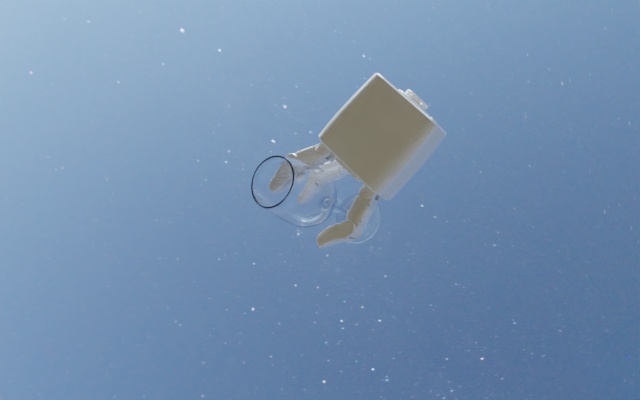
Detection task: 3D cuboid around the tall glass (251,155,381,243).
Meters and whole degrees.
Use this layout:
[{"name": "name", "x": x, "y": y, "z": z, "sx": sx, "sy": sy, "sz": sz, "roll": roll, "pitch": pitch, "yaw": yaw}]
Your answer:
[{"name": "tall glass", "x": 0.000, "y": 0.002, "z": 0.612, "sx": 0.079, "sy": 0.079, "sz": 0.201, "roll": 0, "pitch": -13, "yaw": 34}]
